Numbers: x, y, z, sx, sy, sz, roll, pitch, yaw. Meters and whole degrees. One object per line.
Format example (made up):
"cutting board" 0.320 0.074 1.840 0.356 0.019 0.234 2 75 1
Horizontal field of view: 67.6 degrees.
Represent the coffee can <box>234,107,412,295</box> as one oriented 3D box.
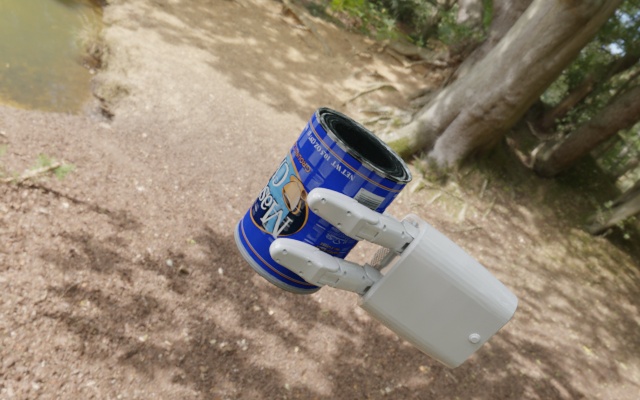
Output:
"coffee can" 0.000 0.001 0.439 0.103 0.140 0.102 31 23 -15
